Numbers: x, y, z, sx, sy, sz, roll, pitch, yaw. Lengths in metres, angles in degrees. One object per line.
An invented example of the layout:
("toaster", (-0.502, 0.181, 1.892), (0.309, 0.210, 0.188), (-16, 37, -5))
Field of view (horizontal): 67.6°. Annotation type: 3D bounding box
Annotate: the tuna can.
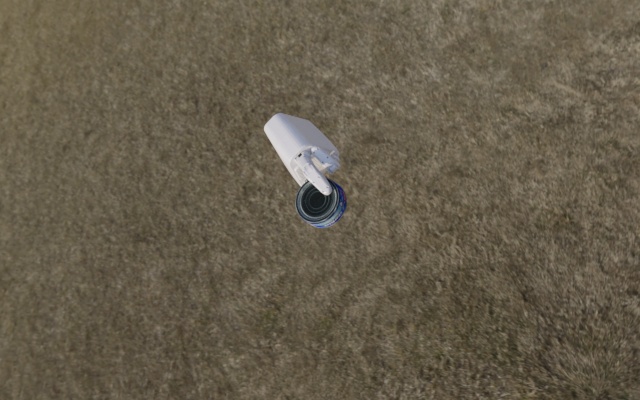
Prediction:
("tuna can", (0.000, 0.003, 0.825), (0.086, 0.086, 0.034), (0, -16, 26))
